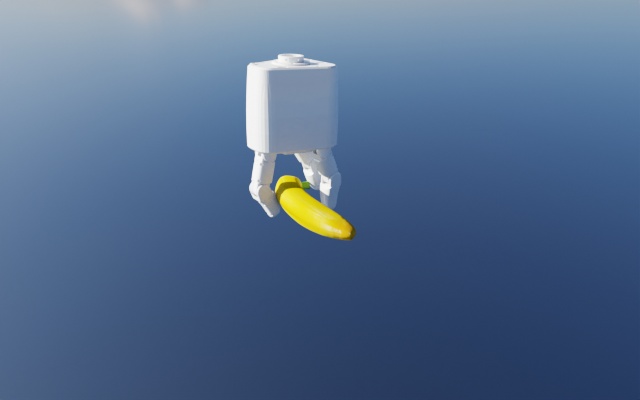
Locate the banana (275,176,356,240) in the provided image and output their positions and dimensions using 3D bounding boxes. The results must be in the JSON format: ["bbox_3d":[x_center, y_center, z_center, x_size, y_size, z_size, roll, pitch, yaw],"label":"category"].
[{"bbox_3d":[-0.019,0.002,0.632,0.069,0.037,0.197,-3,23,-18],"label":"banana"}]
